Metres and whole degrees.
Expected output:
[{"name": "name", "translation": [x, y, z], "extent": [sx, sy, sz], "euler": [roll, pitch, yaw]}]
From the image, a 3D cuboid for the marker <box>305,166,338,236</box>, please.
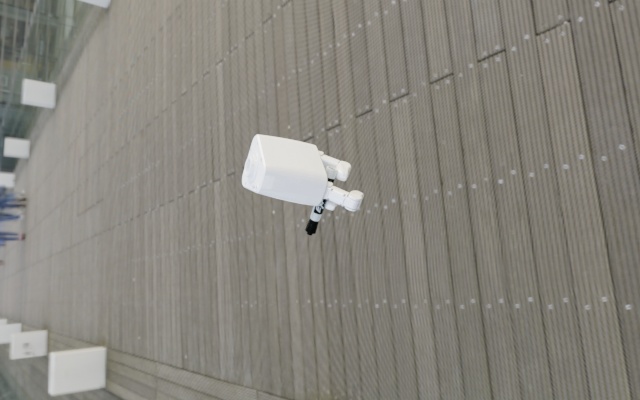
[{"name": "marker", "translation": [0.000, 0.003, 0.784], "extent": [0.020, 0.121, 0.020], "euler": [17, 18, -6]}]
